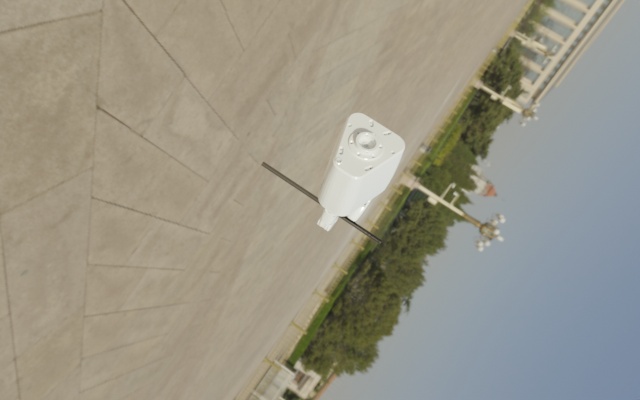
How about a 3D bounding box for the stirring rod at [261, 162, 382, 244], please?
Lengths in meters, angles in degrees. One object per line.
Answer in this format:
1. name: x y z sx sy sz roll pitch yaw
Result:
1. stirring rod: 0.000 0.003 0.800 0.239 0.011 0.011 34 5 8
